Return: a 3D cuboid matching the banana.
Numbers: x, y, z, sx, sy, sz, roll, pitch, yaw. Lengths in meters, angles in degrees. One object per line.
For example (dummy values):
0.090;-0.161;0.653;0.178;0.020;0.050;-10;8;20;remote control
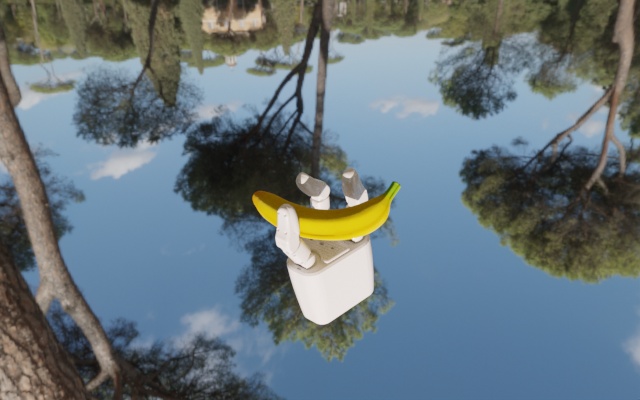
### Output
0.000;0.017;0.590;0.198;0.069;0.037;-2;-36;20;banana
